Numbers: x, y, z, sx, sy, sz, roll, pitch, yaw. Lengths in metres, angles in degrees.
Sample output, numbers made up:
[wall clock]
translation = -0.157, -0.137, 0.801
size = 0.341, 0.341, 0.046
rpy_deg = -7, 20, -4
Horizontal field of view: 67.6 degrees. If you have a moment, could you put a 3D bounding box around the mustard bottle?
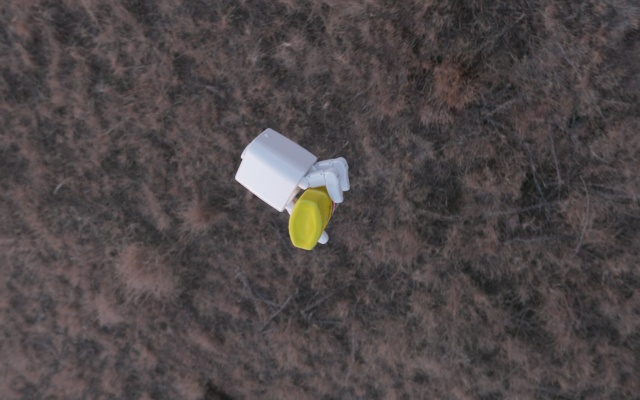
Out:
[mustard bottle]
translation = 0.000, 0.003, 0.865
size = 0.058, 0.096, 0.191
rpy_deg = 12, 28, 12
